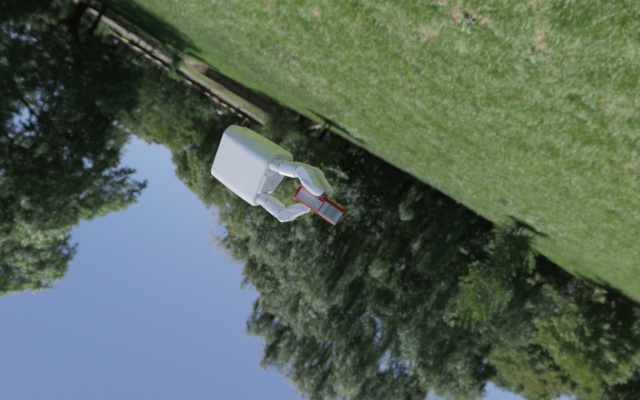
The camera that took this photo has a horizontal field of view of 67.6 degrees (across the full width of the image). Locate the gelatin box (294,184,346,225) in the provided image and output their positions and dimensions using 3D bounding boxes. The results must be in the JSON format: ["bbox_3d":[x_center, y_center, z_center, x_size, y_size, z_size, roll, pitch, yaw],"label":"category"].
[{"bbox_3d":[0.000,0.003,0.847,0.089,0.030,0.073,35,8,2],"label":"gelatin box"}]
